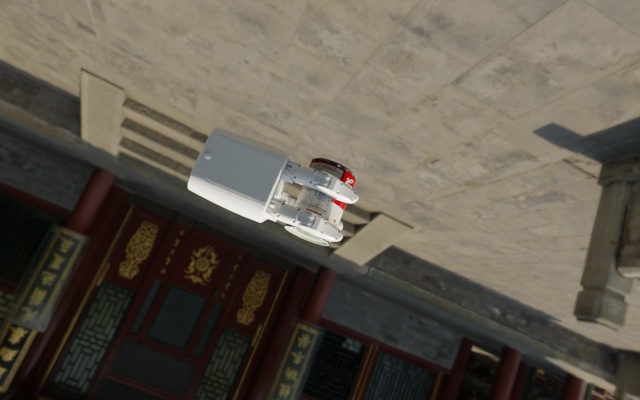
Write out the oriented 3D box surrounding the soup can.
[{"bbox_3d":[0.000,0.003,0.651,0.068,0.102,0.068,21,-14,5],"label":"soup can"}]
